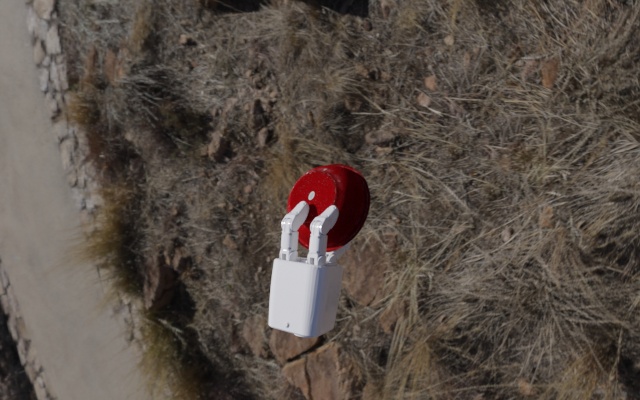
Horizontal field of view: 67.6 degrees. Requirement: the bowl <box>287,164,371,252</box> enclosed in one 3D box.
[{"bbox_3d":[0.000,0.001,0.802,0.162,0.162,0.055,0,-20,34],"label":"bowl"}]
